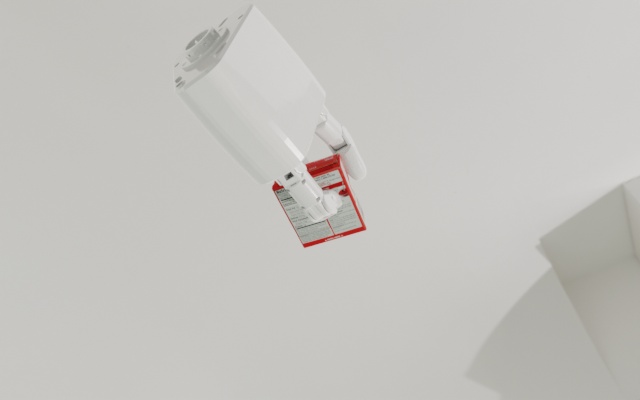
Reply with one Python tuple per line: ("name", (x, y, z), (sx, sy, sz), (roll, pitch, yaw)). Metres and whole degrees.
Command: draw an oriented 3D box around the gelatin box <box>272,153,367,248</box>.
("gelatin box", (0.000, 0.002, 0.501), (0.073, 0.089, 0.030), (-18, 34, 12))
